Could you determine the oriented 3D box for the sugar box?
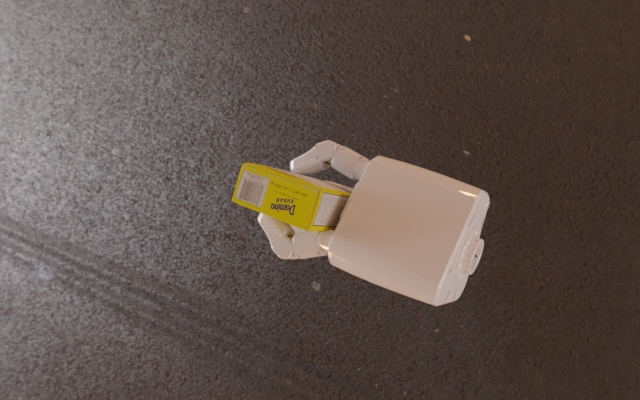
[{"bbox_3d":[0.000,0.002,0.504,0.093,0.048,0.176,20,3,30],"label":"sugar box"}]
